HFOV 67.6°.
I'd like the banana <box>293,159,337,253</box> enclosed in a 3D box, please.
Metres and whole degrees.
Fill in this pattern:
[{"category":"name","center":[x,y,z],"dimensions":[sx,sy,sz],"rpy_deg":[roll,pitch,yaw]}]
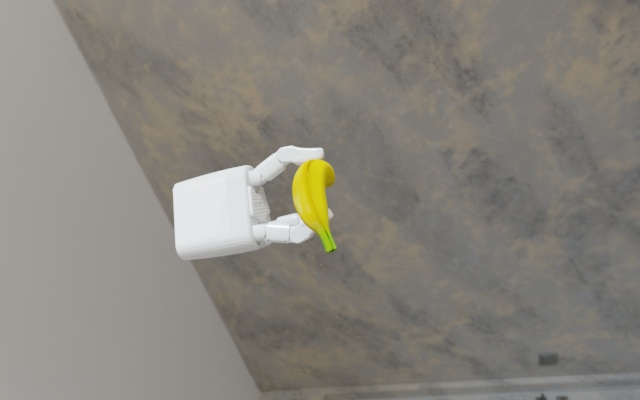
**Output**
[{"category":"banana","center":[-0.006,-0.013,0.562],"dimensions":[0.037,0.070,0.197],"rpy_deg":[-16,23,10]}]
